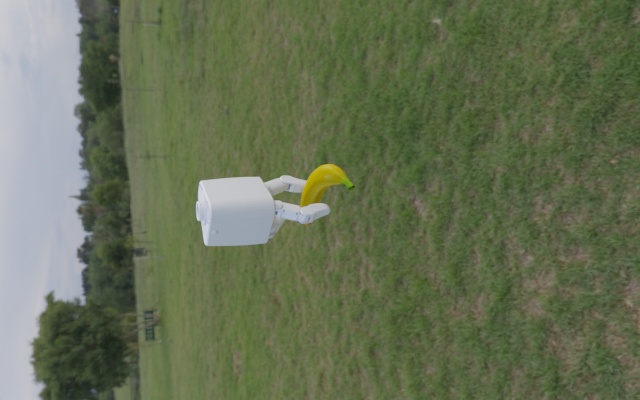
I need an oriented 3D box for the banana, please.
[{"bbox_3d":[-0.002,-0.016,0.842,0.037,0.069,0.198,-4,-18,-24],"label":"banana"}]
